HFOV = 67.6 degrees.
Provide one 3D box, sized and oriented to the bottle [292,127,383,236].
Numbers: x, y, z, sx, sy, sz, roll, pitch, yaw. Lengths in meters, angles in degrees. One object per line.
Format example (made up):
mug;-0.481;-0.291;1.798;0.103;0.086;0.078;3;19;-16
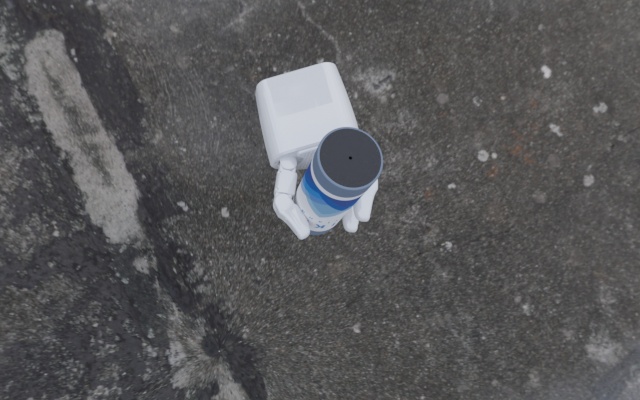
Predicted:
bottle;0.000;0.002;0.599;0.069;0.069;0.296;0;-17;-12
